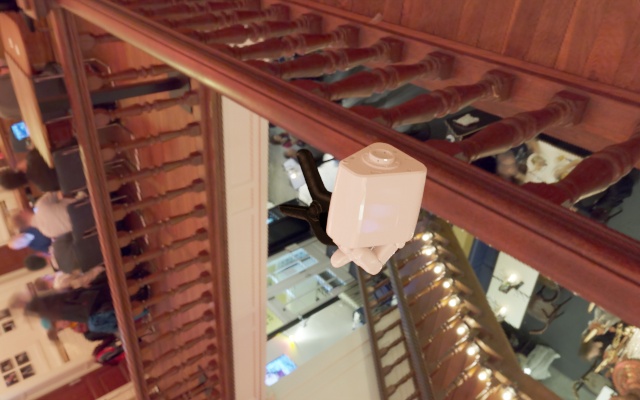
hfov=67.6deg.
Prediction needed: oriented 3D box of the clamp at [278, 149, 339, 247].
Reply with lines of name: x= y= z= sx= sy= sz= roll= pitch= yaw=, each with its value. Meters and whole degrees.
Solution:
clamp: x=0.000 y=0.003 z=0.714 sx=0.039 sy=0.120 sz=0.171 roll=-17 pitch=39 yaw=-39
